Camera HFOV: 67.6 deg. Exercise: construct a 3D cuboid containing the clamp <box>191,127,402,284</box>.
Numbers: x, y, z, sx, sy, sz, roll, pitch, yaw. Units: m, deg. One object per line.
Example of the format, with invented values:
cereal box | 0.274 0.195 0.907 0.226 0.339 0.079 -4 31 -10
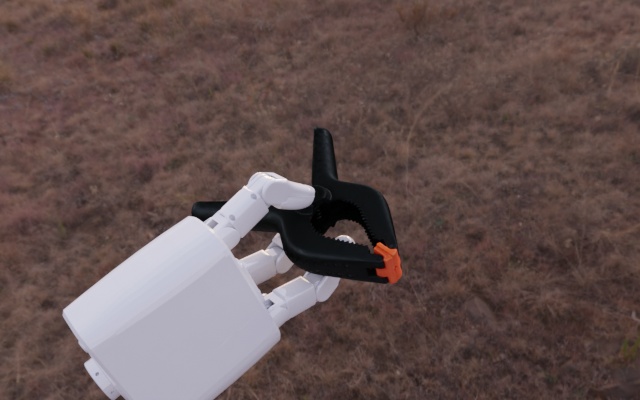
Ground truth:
clamp | 0.000 0.001 0.421 0.164 0.036 0.210 -41 43 -24
